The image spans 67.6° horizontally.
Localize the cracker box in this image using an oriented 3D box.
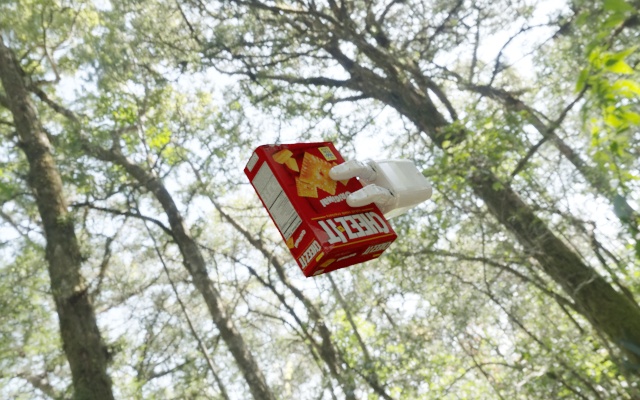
[{"bbox_3d":[0.000,0.002,0.759,0.164,0.213,0.072,-8,-35,-43],"label":"cracker box"}]
